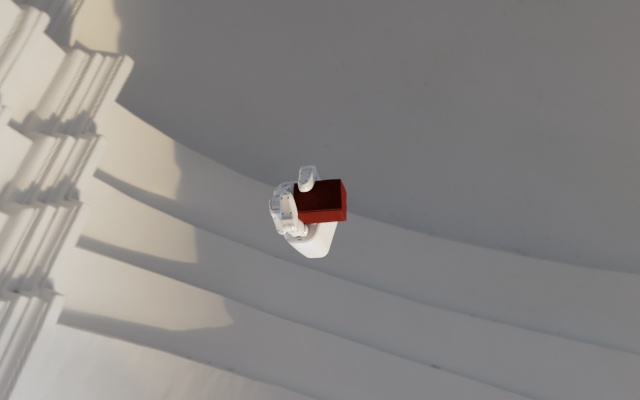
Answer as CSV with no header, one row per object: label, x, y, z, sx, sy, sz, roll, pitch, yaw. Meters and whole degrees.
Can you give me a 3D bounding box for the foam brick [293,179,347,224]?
foam brick,0.000,0.002,0.747,0.078,0.053,0.051,-5,-24,13
